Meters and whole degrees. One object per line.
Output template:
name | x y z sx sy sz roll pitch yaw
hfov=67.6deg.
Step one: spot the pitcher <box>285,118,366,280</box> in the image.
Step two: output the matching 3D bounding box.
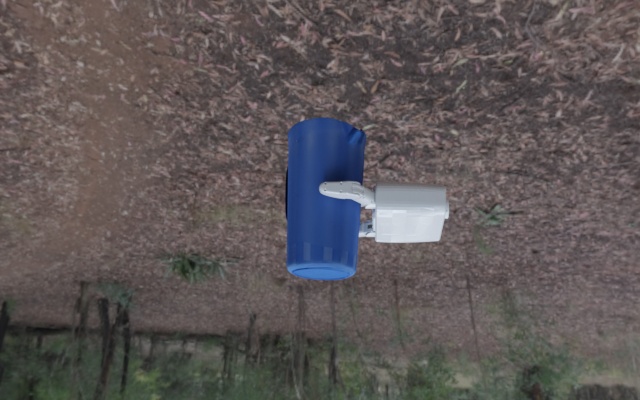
pitcher | 0.000 0.003 0.779 0.145 0.242 0.149 1 -20 6
